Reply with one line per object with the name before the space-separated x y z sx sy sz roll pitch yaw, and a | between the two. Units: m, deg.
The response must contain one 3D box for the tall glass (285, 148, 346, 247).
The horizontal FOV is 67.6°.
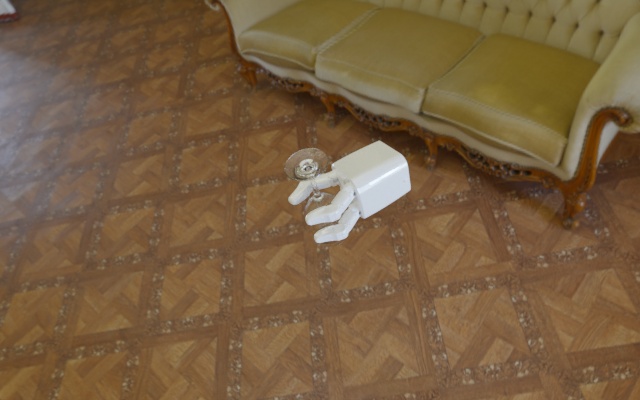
tall glass | 0.000 0.002 0.856 0.079 0.079 0.201 0 -39 17
